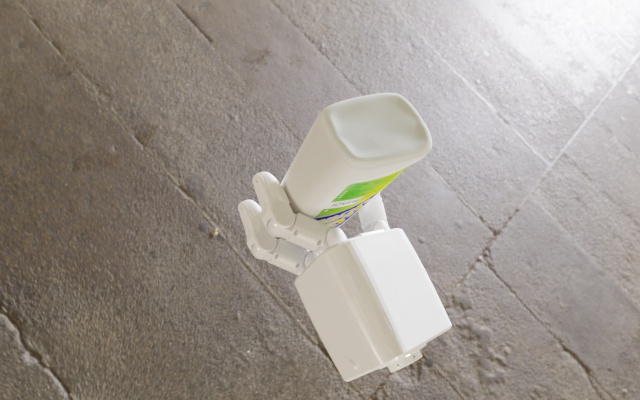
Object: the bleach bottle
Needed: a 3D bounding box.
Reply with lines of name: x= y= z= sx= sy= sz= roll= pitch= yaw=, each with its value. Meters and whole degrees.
bleach bottle: x=0.000 y=0.002 z=0.478 sx=0.102 sy=0.068 sz=0.251 roll=-17 pitch=-21 yaw=-32
